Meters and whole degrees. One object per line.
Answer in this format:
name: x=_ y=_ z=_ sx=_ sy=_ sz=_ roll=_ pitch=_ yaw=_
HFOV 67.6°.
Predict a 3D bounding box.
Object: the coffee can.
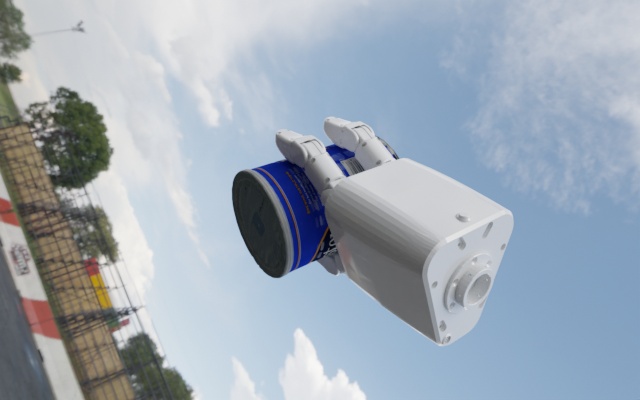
coffee can: x=0.000 y=0.002 z=0.463 sx=0.140 sy=0.103 sz=0.103 roll=-20 pitch=10 yaw=-29
